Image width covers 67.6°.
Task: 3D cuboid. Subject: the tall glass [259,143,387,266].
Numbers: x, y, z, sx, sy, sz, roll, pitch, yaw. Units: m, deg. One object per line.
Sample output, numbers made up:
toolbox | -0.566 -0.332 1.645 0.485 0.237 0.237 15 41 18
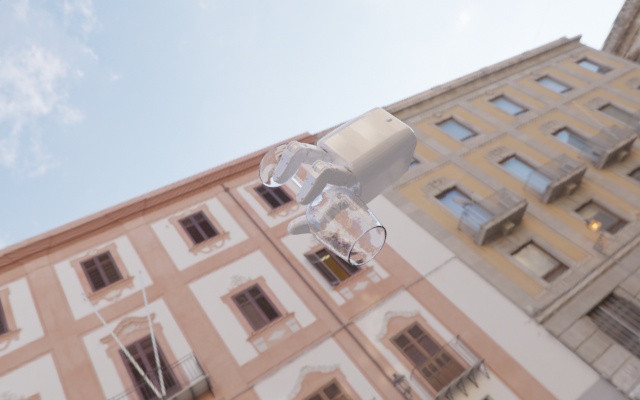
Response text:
tall glass | 0.000 0.002 0.644 0.079 0.079 0.201 0 33 -45
